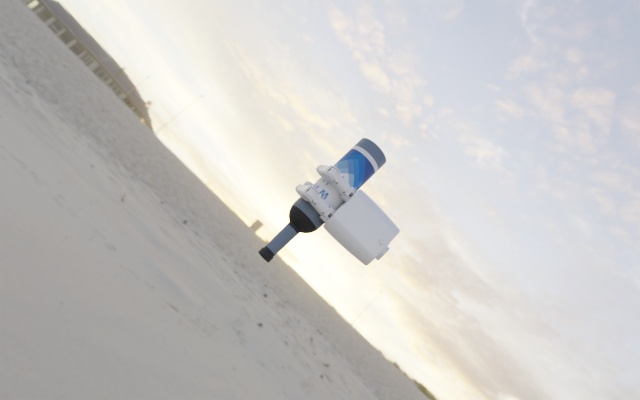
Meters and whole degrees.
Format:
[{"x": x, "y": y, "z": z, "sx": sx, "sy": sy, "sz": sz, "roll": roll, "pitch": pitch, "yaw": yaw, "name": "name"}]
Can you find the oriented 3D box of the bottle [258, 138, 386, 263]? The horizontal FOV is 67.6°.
[{"x": 0.000, "y": 0.003, "z": 0.890, "sx": 0.295, "sy": 0.069, "sz": 0.069, "roll": -44, "pitch": 13, "yaw": -14, "name": "bottle"}]
